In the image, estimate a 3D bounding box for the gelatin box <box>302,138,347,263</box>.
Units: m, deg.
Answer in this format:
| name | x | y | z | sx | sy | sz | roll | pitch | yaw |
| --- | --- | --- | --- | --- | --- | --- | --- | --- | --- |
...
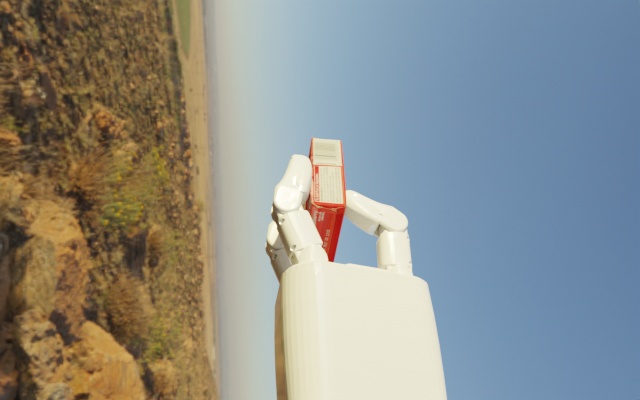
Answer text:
| name | x | y | z | sx | sy | sz | roll | pitch | yaw |
| --- | --- | --- | --- | --- | --- | --- | --- | --- | --- |
| gelatin box | 0.001 | 0.001 | 0.410 | 0.030 | 0.073 | 0.089 | 6 | 43 | -6 |
